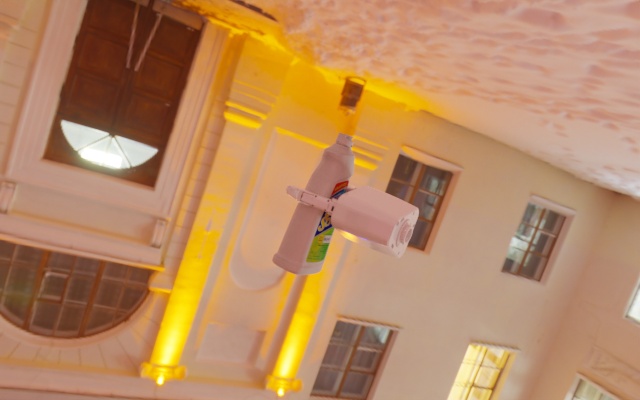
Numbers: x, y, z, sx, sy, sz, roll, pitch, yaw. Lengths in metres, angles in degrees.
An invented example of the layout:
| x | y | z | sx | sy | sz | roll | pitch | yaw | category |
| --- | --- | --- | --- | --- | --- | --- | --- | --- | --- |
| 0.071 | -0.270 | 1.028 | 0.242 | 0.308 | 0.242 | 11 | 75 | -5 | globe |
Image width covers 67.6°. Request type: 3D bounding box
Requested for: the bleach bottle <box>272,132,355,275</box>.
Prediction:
| x | y | z | sx | sy | sz | roll | pitch | yaw | category |
| --- | --- | --- | --- | --- | --- | --- | --- | --- | --- |
| 0.000 | 0.003 | 0.839 | 0.068 | 0.251 | 0.102 | 23 | 7 | 29 | bleach bottle |
